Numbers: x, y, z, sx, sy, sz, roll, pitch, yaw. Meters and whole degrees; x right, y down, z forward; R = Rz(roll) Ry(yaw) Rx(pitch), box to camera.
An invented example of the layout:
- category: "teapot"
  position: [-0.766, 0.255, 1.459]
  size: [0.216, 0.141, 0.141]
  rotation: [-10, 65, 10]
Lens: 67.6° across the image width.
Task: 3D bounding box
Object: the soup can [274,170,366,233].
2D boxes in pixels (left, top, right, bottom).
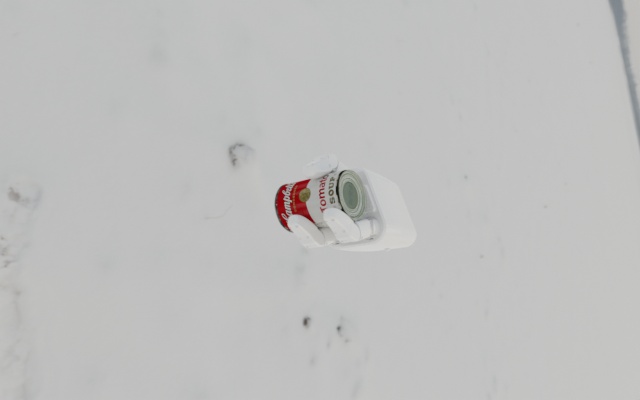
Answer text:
- category: "soup can"
  position: [0.000, 0.002, 0.623]
  size: [0.102, 0.068, 0.068]
  rotation: [-12, -7, 34]
